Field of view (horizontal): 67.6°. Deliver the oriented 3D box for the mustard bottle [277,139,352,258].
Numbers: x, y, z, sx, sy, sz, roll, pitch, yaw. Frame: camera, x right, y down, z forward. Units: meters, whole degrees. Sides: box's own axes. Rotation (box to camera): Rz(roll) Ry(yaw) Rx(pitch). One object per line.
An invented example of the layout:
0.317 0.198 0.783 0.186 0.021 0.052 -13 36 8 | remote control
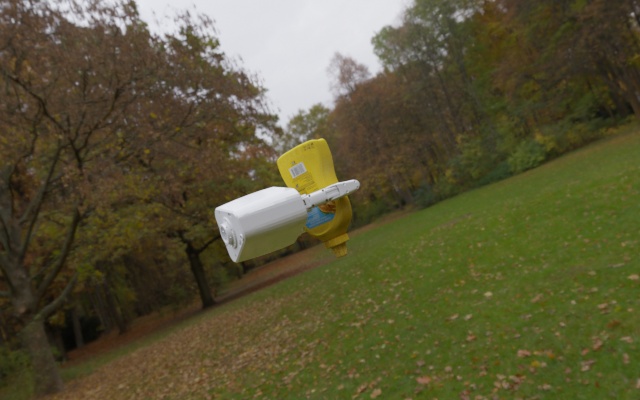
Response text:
0.000 0.002 0.785 0.096 0.191 0.058 -25 -5 37 | mustard bottle
